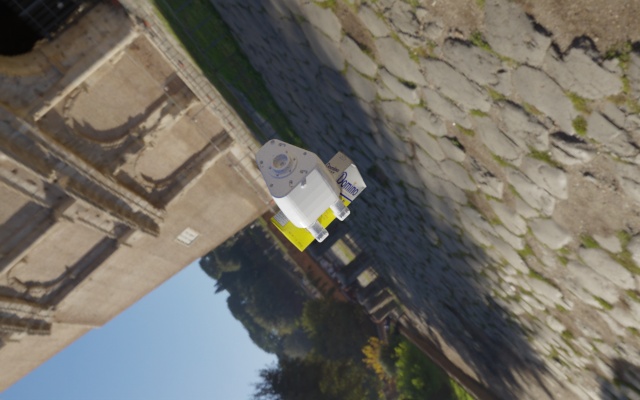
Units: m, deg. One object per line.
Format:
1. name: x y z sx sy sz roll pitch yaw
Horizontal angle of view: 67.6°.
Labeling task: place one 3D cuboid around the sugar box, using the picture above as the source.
1. sugar box: 0.000 0.003 0.871 0.048 0.176 0.093 44 -5 35
